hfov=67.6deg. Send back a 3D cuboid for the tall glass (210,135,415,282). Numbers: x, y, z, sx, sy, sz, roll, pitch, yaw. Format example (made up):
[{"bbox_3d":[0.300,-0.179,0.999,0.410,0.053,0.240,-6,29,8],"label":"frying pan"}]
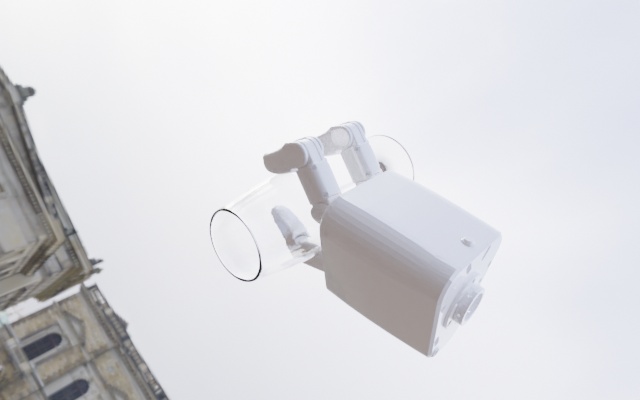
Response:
[{"bbox_3d":[0.000,0.001,0.431,0.079,0.079,0.201,0,20,46],"label":"tall glass"}]
